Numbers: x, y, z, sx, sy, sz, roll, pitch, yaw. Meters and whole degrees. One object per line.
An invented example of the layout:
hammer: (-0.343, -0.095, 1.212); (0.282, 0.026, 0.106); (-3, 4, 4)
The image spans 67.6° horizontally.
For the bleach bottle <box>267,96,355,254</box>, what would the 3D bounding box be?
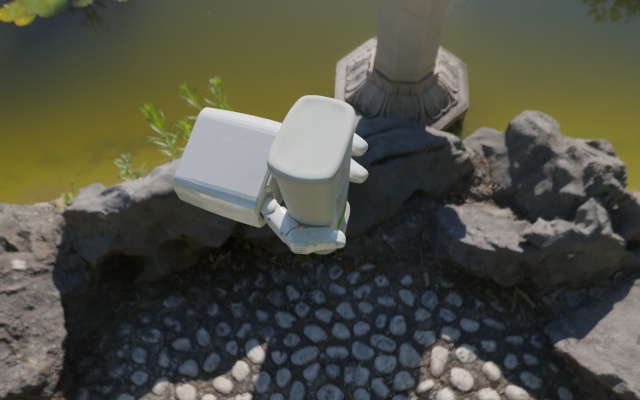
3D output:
bleach bottle: (0.000, 0.002, 0.540); (0.068, 0.102, 0.251); (15, -28, 12)
